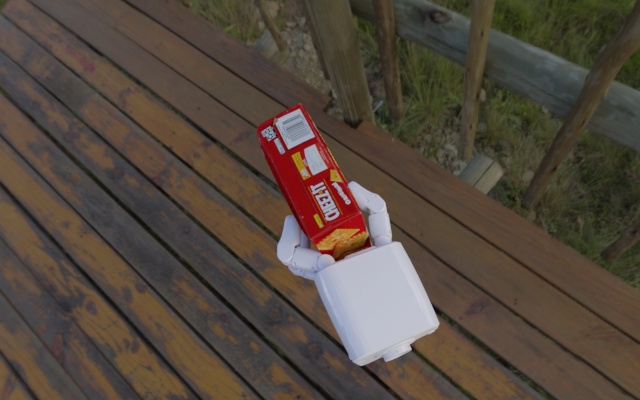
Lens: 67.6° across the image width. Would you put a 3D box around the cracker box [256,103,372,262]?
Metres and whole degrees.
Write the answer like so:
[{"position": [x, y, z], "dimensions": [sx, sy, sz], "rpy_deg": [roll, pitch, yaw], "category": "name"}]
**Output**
[{"position": [0.000, 0.002, 0.628], "dimensions": [0.072, 0.164, 0.214], "rpy_deg": [-27, -24, -1], "category": "cracker box"}]
